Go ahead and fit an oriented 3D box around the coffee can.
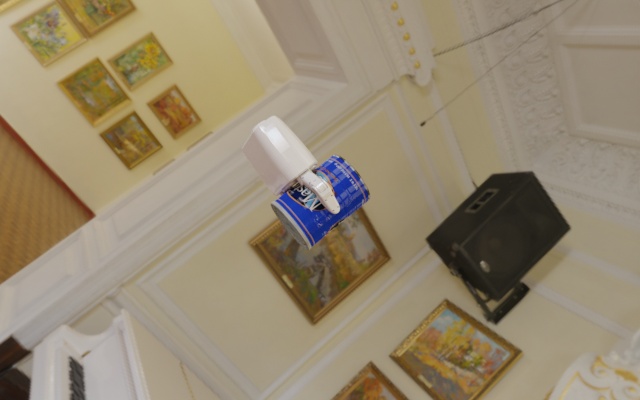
[{"bbox_3d":[0.000,0.003,0.824,0.140,0.103,0.103,-39,9,-12],"label":"coffee can"}]
